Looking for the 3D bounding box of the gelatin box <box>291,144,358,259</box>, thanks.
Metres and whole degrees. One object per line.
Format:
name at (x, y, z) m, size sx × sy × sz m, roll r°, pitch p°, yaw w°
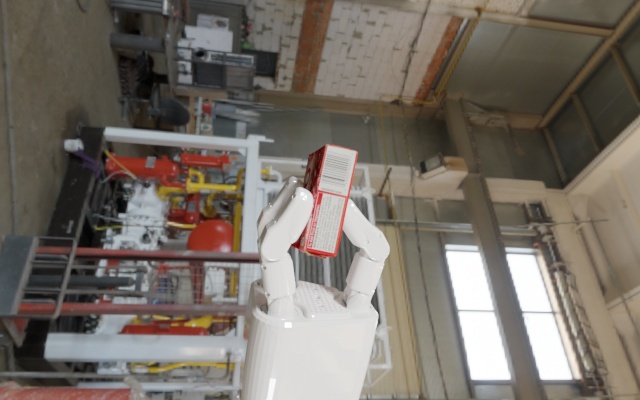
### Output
gelatin box at (0.001, 0.001, 0.407) m, size 0.030 × 0.089 × 0.073 m, roll 13°, pitch -4°, yaw -11°
